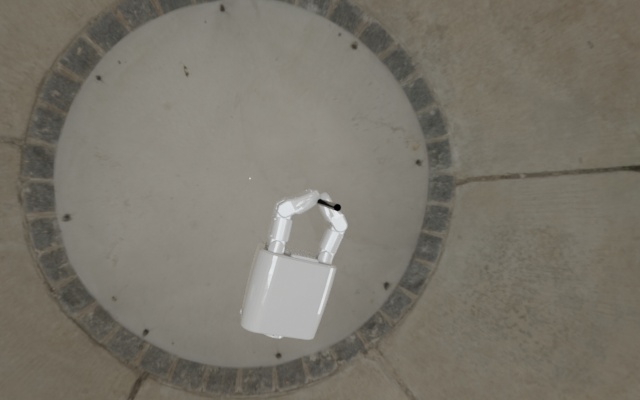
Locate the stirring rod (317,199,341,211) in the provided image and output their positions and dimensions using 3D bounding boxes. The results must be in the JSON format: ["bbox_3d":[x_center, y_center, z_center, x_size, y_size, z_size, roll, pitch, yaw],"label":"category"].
[{"bbox_3d":[0.000,0.002,0.617,0.011,0.011,0.239,0,3,-8],"label":"stirring rod"}]
